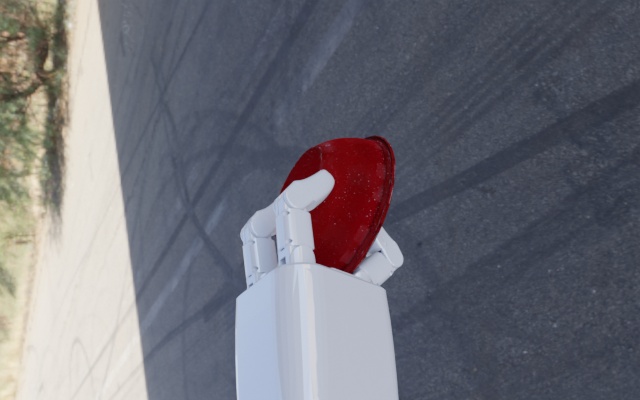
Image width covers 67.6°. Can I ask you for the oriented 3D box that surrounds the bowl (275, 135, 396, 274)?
[{"bbox_3d":[0.000,0.000,0.452,0.055,0.162,0.162,25,-9,-21],"label":"bowl"}]
